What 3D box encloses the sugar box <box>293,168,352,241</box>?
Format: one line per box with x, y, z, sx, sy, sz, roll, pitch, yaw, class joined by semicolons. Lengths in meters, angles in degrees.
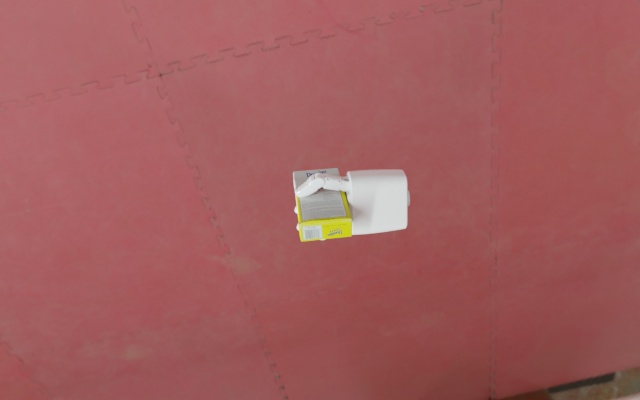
0.000;0.003;0.894;0.093;0.048;0.176;-5;32;-3;sugar box
